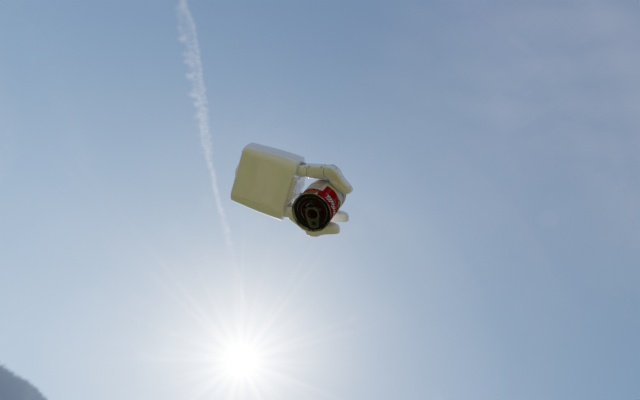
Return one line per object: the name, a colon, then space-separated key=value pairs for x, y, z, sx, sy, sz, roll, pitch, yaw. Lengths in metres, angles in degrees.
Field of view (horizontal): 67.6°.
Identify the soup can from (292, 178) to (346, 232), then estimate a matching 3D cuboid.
soup can: x=0.001 y=0.003 z=0.823 sx=0.068 sy=0.068 sz=0.102 roll=0 pitch=21 yaw=19
